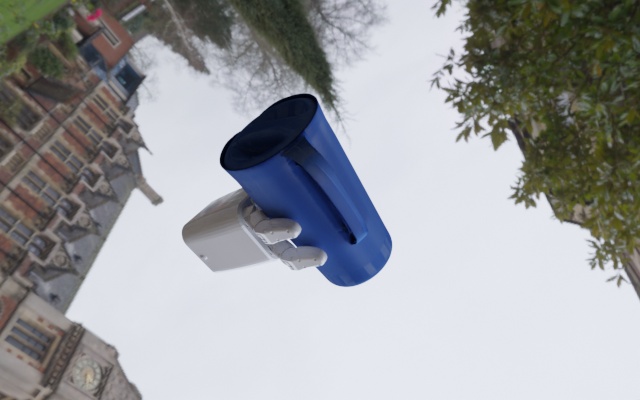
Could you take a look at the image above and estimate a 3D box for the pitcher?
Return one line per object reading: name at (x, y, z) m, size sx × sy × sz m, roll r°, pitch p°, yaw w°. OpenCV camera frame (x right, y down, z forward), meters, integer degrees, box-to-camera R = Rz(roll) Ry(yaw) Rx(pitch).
pitcher at (0.000, 0.002, 0.594) m, size 0.145 × 0.243 × 0.149 m, roll -18°, pitch 36°, yaw 27°
